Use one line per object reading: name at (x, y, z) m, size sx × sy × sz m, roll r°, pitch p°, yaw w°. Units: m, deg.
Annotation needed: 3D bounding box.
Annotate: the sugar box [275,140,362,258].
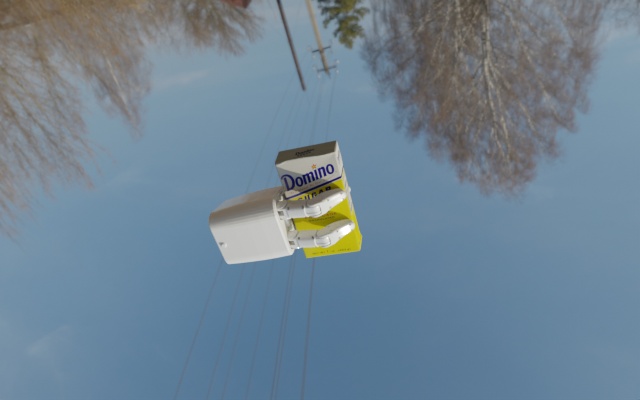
sugar box at (0.000, 0.003, 0.730) m, size 0.093 × 0.176 × 0.048 m, roll -10°, pitch 32°, yaw 13°
